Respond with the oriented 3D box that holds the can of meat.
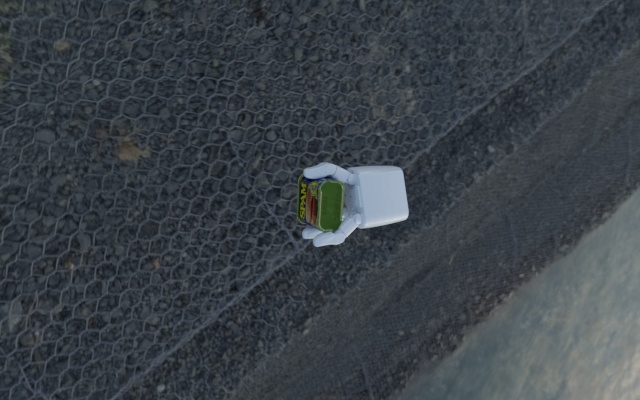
[{"bbox_3d":[0.000,0.003,0.891,0.057,0.102,0.084,-3,13,-29],"label":"can of meat"}]
